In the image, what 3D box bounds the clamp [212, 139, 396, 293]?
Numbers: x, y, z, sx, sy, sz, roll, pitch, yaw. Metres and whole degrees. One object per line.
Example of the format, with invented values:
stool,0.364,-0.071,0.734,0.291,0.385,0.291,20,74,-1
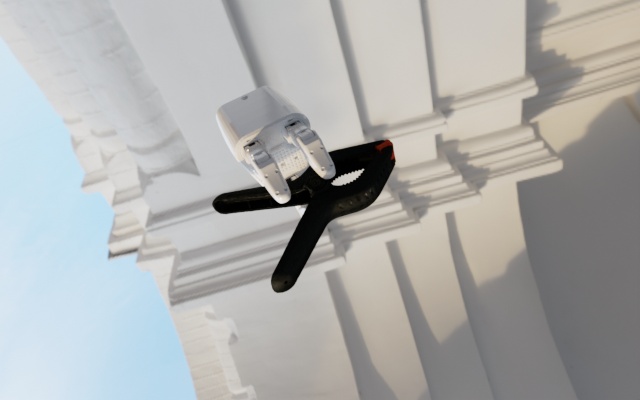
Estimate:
clamp,0.001,0.002,0.513,0.210,0.036,0.164,-27,44,-10
